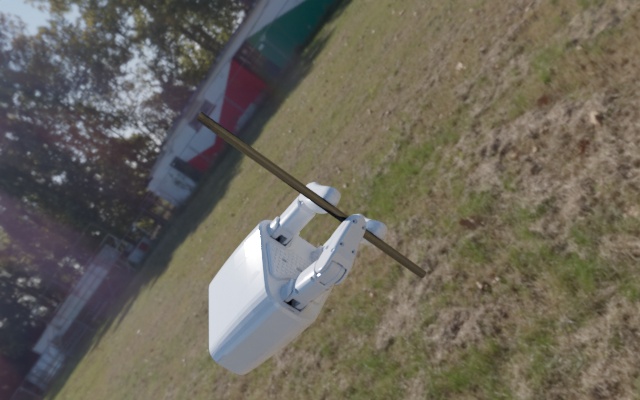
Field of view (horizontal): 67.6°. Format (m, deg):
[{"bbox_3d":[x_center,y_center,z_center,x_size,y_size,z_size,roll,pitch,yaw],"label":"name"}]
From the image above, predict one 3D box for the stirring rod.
[{"bbox_3d":[0.000,0.001,0.402,0.239,0.011,0.011,35,-12,-17],"label":"stirring rod"}]
